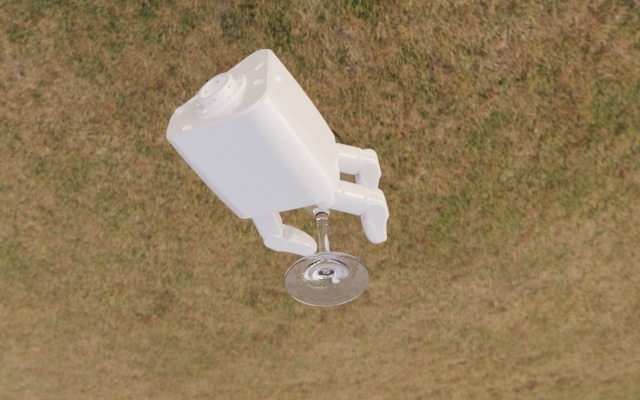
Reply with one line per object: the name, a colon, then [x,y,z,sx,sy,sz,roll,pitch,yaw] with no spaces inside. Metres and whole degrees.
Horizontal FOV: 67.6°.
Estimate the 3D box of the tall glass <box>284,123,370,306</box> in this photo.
tall glass: [0.000,0.002,0.484,0.079,0.079,0.200,0,43,-4]
